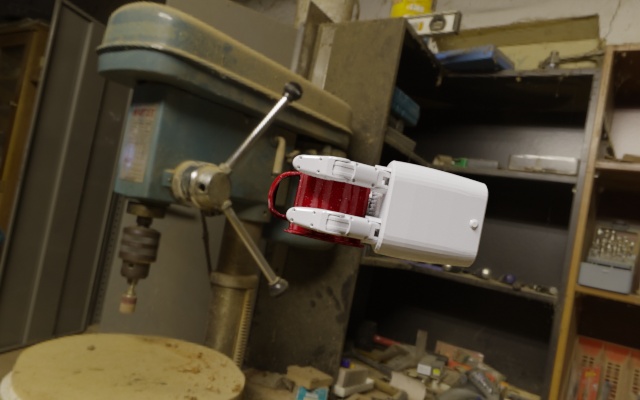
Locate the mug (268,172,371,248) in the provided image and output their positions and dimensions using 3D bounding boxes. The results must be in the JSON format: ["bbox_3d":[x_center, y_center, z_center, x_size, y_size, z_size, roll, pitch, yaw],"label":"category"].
[{"bbox_3d":[-0.001,0.001,0.537,0.117,0.081,0.093,12,-3,-6],"label":"mug"}]
